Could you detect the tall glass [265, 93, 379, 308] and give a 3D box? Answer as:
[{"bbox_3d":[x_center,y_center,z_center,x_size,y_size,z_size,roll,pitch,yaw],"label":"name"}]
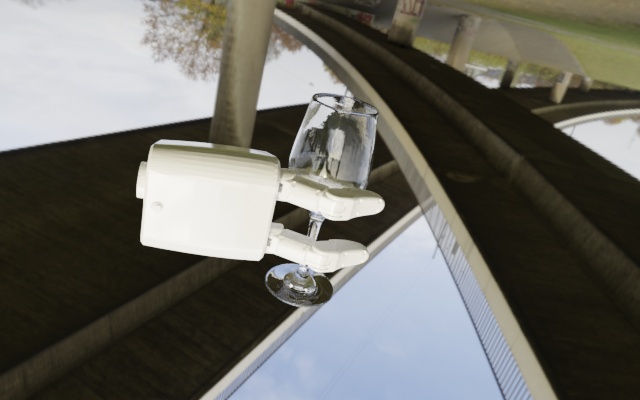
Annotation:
[{"bbox_3d":[0.000,0.002,0.466,0.079,0.201,0.079,12,24,-6],"label":"tall glass"}]
